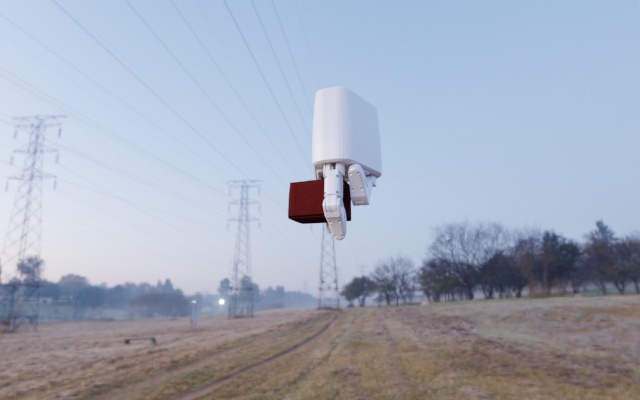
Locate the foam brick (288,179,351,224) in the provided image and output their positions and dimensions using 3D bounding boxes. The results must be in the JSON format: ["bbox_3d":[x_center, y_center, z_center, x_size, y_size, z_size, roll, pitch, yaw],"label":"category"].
[{"bbox_3d":[0.000,0.002,0.665,0.078,0.051,0.053,-5,-13,17],"label":"foam brick"}]
